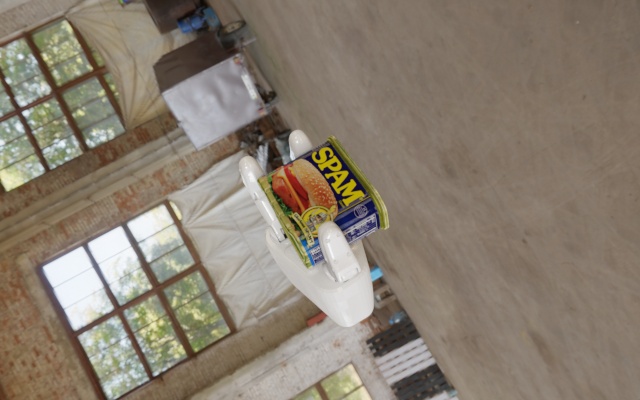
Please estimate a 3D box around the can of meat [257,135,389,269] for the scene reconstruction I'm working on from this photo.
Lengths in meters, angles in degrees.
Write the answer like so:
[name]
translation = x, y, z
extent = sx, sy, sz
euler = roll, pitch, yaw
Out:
[can of meat]
translation = 0.000, 0.002, 0.442
extent = 0.084, 0.102, 0.057
euler = -29, -33, -7
